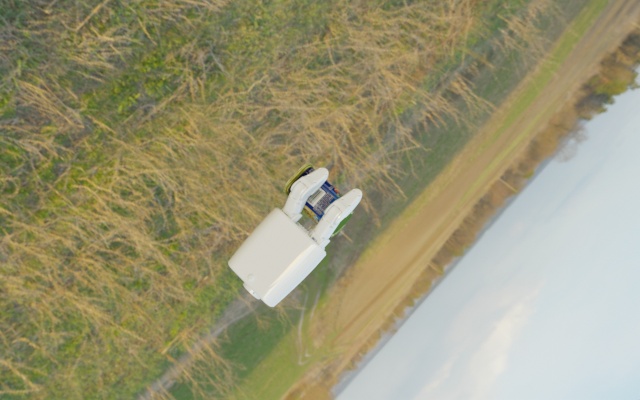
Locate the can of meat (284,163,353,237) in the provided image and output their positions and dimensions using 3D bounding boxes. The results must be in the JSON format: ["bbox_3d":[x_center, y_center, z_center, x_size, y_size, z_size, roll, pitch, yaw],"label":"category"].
[{"bbox_3d":[0.000,0.003,0.710,0.084,0.057,0.102,42,-7,16],"label":"can of meat"}]
